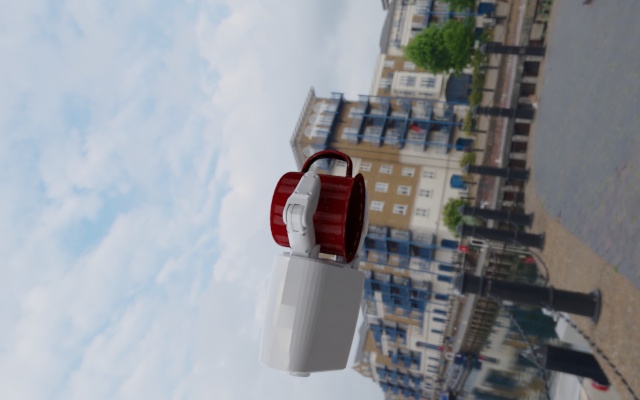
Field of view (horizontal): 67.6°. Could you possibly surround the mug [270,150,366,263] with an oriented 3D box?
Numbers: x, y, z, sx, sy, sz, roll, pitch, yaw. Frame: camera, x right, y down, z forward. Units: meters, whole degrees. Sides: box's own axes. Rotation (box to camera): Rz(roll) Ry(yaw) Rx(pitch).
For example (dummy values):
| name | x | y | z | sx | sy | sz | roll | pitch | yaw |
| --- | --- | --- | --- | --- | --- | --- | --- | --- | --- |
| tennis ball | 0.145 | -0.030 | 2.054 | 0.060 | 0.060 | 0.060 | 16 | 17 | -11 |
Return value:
| name | x | y | z | sx | sy | sz | roll | pitch | yaw |
| --- | --- | --- | --- | --- | --- | --- | --- | --- | --- |
| mug | 0.000 | 0.000 | 0.503 | 0.081 | 0.117 | 0.093 | 7 | -12 | 16 |
